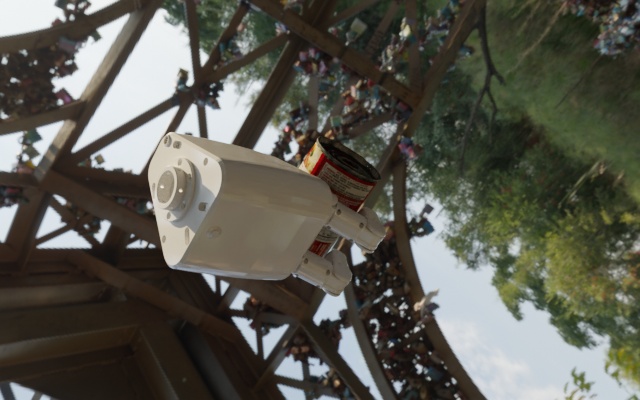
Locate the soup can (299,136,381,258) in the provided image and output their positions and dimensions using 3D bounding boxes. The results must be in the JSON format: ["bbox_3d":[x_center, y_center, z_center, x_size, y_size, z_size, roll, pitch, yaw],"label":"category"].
[{"bbox_3d":[0.000,0.002,0.447,0.068,0.102,0.068,29,20,-11],"label":"soup can"}]
